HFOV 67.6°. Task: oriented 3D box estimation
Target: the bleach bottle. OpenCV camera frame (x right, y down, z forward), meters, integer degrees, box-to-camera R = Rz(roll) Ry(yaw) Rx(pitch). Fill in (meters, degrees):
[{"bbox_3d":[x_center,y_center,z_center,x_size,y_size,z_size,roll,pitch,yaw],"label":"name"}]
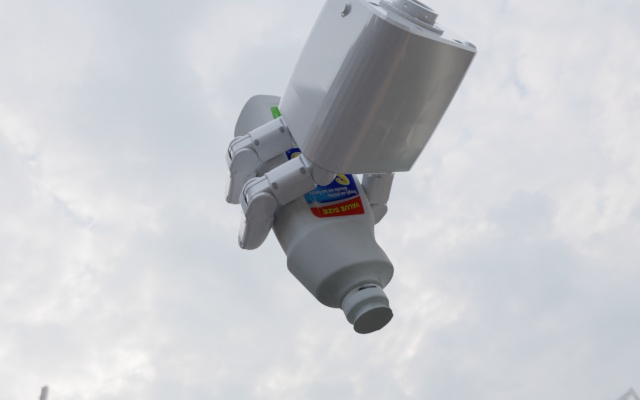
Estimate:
[{"bbox_3d":[0.000,0.001,0.402,0.102,0.068,0.250,10,34,-31],"label":"bleach bottle"}]
